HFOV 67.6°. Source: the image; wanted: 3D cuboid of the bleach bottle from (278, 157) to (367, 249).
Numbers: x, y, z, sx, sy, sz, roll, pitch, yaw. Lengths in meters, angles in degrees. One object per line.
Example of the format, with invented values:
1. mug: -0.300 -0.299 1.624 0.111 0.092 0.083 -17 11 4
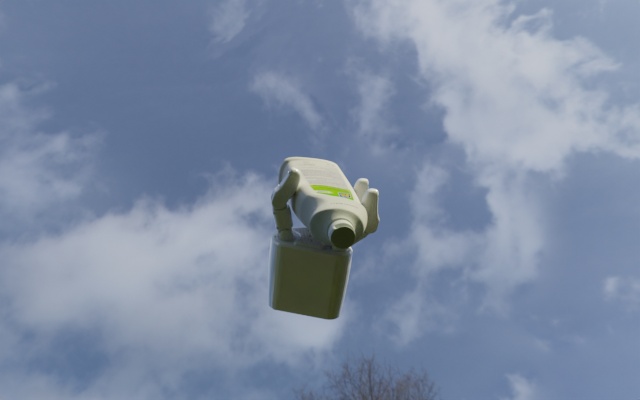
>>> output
1. bleach bottle: 0.000 0.002 0.658 0.102 0.068 0.250 3 18 -10
